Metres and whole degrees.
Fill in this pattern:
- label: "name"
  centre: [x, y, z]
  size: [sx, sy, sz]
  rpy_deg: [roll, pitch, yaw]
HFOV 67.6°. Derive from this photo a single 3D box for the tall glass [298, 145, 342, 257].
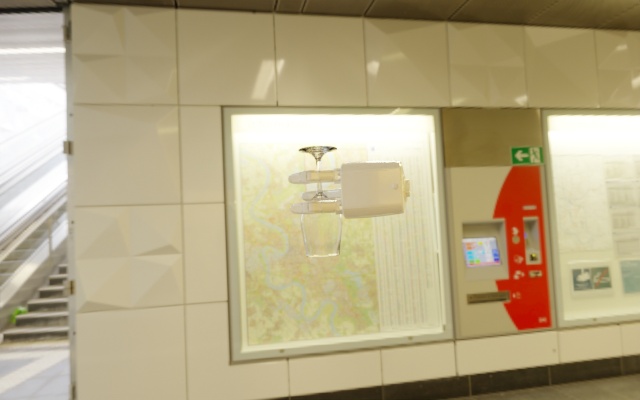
- label: "tall glass"
  centre: [0.000, 0.002, 0.889]
  size: [0.079, 0.201, 0.079]
  rpy_deg: [-3, -3, 0]
